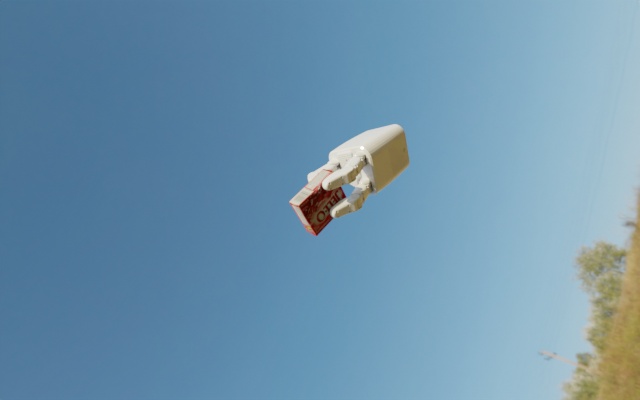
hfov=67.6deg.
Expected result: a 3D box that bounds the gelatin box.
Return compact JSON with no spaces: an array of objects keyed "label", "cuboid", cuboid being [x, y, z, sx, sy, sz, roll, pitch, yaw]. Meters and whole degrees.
[{"label":"gelatin box","cuboid":[0.000,0.003,0.801,0.089,0.073,0.030,-45,39,-21]}]
